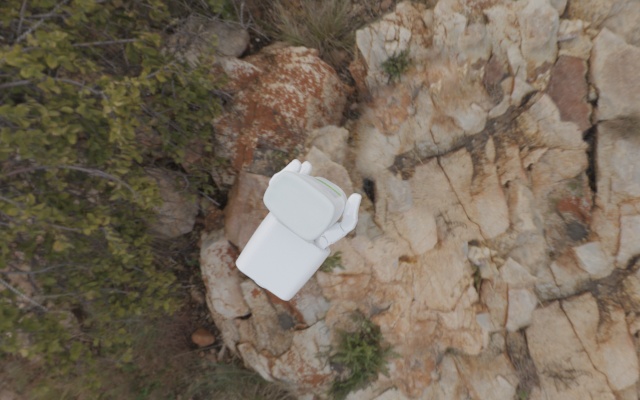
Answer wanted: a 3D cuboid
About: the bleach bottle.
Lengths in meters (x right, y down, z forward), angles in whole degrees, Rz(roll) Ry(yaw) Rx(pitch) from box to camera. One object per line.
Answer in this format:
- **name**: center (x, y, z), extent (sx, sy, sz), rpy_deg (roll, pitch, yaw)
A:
- **bleach bottle**: center (0.000, 0.002, 0.751), extent (0.102, 0.068, 0.251), rpy_deg (39, 10, 11)
